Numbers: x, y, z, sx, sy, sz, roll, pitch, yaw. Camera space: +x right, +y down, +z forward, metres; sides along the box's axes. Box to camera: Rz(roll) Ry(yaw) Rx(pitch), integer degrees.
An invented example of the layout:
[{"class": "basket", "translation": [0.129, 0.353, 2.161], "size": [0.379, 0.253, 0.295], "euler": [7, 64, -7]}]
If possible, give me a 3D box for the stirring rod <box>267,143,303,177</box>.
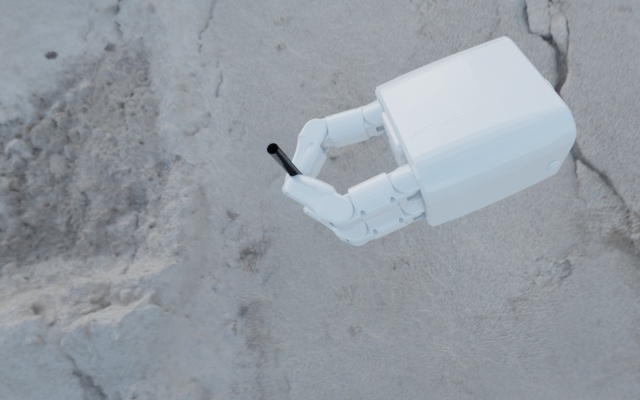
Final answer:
[{"class": "stirring rod", "translation": [0.000, 0.001, 0.420], "size": [0.011, 0.011, 0.240], "euler": [0, -17, 16]}]
